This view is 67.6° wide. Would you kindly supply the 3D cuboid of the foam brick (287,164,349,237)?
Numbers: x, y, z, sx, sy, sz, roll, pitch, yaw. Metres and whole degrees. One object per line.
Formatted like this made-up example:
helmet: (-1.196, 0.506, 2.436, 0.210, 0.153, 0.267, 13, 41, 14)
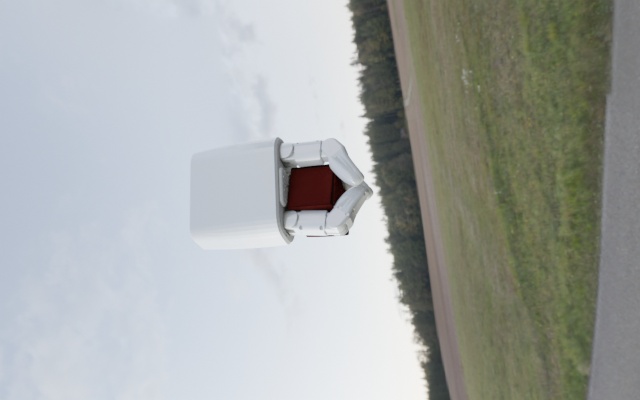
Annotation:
foam brick: (0.000, 0.002, 0.540, 0.051, 0.053, 0.078, -6, -31, 14)
